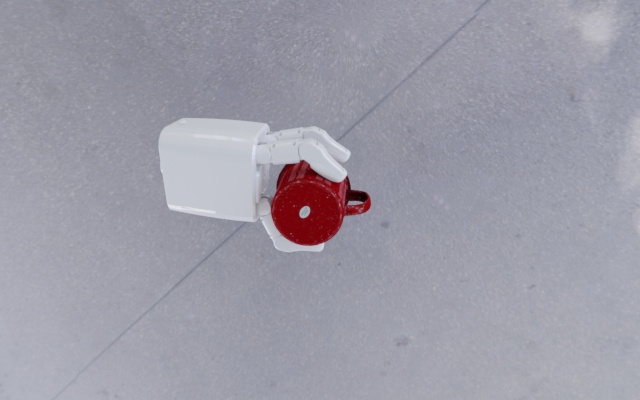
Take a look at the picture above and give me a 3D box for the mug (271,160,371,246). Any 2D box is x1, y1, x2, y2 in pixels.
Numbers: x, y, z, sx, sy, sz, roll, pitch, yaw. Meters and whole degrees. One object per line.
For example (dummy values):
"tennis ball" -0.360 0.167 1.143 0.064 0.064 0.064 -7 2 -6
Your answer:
"mug" 0.002 0.002 0.555 0.117 0.093 0.081 5 22 3
